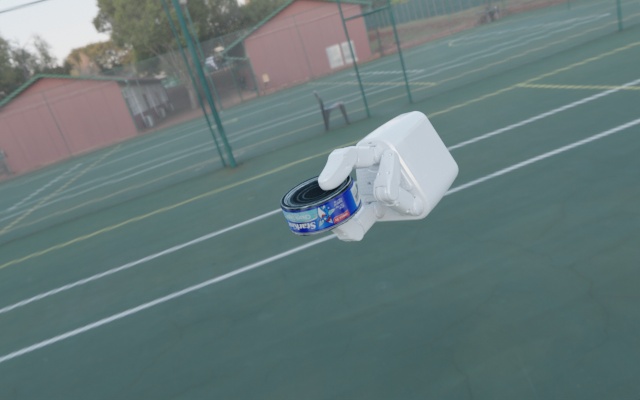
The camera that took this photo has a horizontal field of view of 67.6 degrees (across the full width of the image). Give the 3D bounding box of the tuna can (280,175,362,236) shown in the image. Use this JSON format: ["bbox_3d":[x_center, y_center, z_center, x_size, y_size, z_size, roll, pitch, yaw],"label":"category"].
[{"bbox_3d":[0.000,0.001,0.525,0.086,0.034,0.086,-19,22,8],"label":"tuna can"}]
